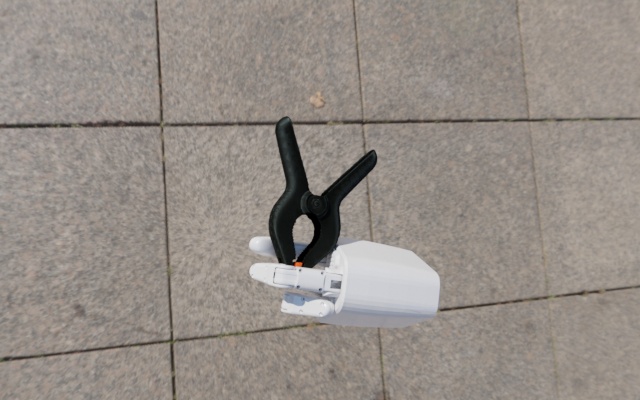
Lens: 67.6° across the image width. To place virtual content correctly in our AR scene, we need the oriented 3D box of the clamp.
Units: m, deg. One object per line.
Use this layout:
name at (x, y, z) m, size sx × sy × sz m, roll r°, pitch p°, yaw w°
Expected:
clamp at (0.000, 0.002, 0.517) m, size 0.120 × 0.171 × 0.039 m, roll 9°, pitch -6°, yaw -12°
